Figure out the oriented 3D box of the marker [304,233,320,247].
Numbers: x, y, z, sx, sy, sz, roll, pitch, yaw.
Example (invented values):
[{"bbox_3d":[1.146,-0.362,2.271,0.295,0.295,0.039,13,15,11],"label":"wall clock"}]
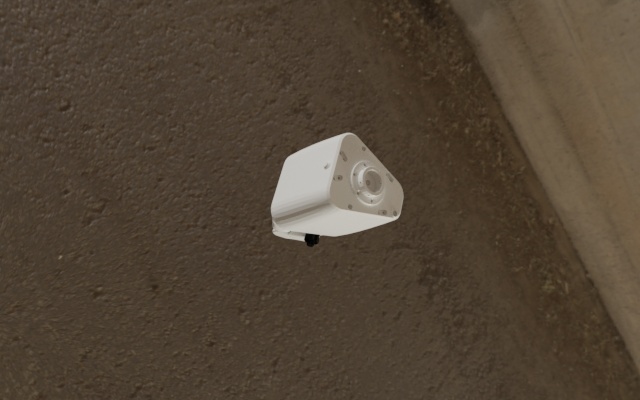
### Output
[{"bbox_3d":[0.000,0.002,0.613,0.020,0.121,0.020,12,-23,5],"label":"marker"}]
